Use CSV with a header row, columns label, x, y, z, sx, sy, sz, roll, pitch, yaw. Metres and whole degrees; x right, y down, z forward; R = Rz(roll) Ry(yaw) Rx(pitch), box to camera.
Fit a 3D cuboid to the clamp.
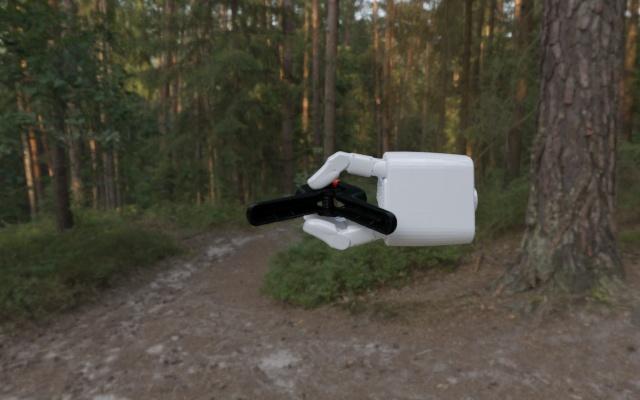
label,x,y,z,sx,sy,sz,roll,pitch,yaw
clamp,0.000,0.001,0.602,0.164,0.036,0.210,3,12,-1
